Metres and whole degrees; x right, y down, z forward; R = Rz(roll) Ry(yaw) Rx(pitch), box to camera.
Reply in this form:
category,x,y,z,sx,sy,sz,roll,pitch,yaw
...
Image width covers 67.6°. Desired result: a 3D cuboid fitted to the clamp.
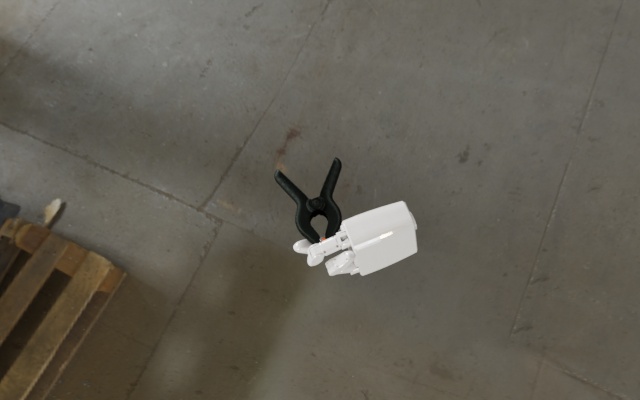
category,x,y,z,sx,sy,sz,roll,pitch,yaw
clamp,0.000,0.003,0.820,0.120,0.171,0.039,-22,-20,1
